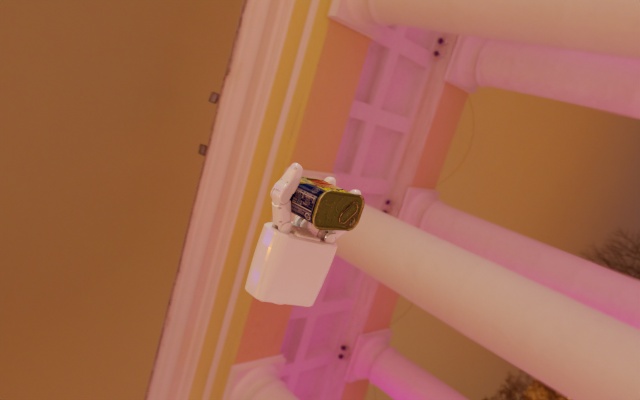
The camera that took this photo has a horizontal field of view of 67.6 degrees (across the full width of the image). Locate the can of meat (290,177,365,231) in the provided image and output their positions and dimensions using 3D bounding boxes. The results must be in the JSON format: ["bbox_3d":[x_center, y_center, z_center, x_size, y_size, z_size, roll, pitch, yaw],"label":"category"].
[{"bbox_3d":[0.000,0.002,0.703,0.084,0.057,0.102,26,13,40],"label":"can of meat"}]
